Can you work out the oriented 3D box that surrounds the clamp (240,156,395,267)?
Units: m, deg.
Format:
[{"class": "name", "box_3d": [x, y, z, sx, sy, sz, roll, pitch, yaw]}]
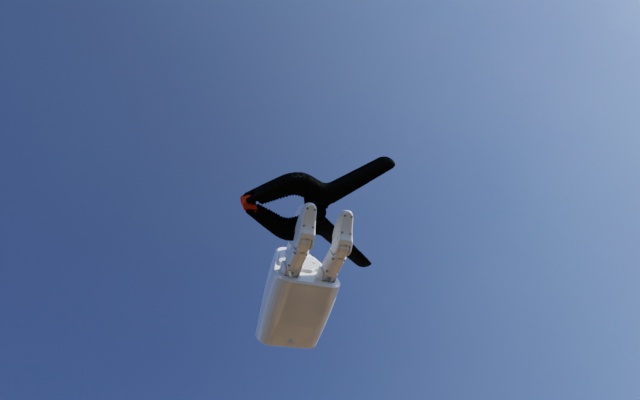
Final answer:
[{"class": "clamp", "box_3d": [-0.001, 0.002, 0.646, 0.210, 0.164, 0.036, 12, 14, -22]}]
